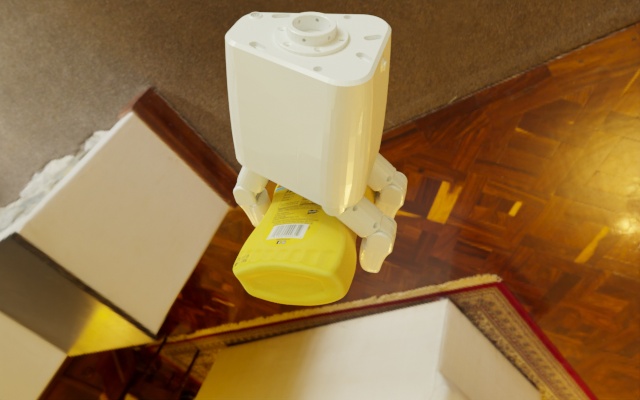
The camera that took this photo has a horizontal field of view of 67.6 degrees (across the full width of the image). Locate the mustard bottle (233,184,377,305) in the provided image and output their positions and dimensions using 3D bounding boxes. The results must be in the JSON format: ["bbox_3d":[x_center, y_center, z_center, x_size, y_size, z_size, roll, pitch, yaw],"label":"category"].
[{"bbox_3d":[0.000,0.002,0.435,0.096,0.058,0.191,-5,42,27],"label":"mustard bottle"}]
